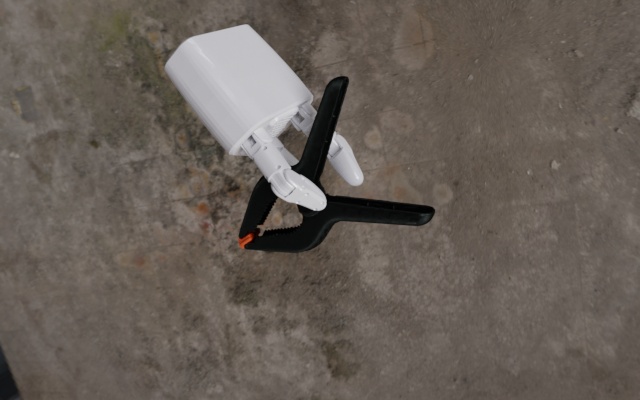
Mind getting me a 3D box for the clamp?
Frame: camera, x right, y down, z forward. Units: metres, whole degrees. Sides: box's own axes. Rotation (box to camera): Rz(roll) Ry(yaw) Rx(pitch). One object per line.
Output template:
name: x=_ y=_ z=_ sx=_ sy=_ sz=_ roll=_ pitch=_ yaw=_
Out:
clamp: x=-0.001 y=0.002 z=0.494 sx=0.210 sy=0.164 sz=0.036 roll=-40 pitch=-2 yaw=25
